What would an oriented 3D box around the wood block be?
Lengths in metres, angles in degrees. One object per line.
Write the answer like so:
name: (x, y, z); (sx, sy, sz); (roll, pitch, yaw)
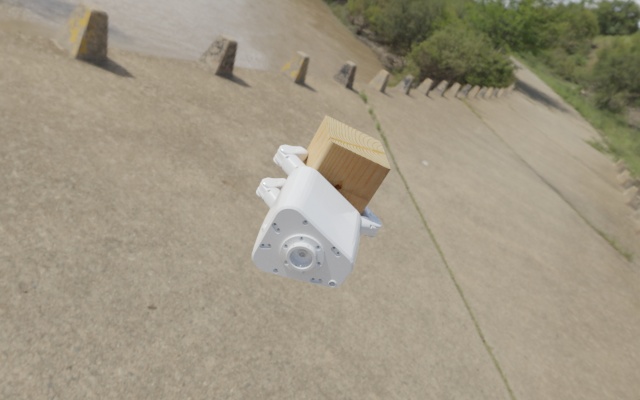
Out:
wood block: (0.000, 0.002, 0.666); (0.091, 0.206, 0.090); (23, 27, -17)
